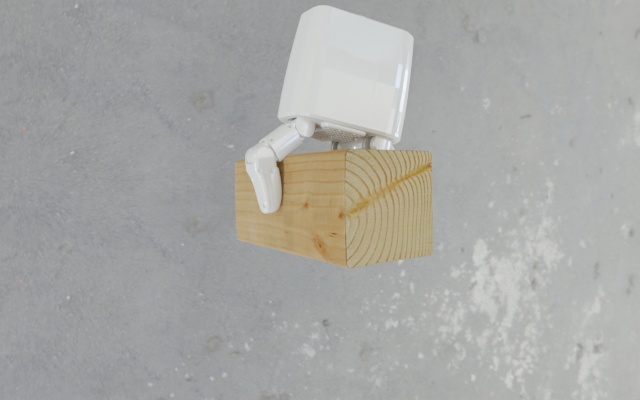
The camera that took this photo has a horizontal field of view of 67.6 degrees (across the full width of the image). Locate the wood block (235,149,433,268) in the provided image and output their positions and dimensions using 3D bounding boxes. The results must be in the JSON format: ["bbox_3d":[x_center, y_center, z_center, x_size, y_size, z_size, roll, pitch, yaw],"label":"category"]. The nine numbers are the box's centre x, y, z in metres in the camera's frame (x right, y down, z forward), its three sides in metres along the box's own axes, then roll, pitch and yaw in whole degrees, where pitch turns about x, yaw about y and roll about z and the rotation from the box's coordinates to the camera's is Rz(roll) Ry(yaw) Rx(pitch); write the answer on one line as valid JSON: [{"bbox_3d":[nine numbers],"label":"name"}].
[{"bbox_3d":[0.000,0.001,0.458,0.091,0.090,0.206,-3,3,-32],"label":"wood block"}]
